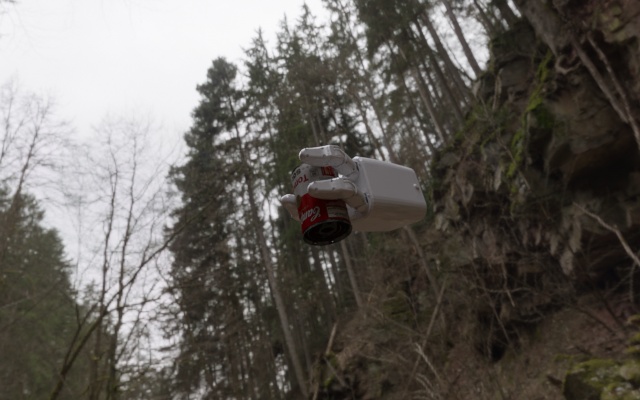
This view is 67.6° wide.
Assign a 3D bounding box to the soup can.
[{"bbox_3d":[0.000,0.002,0.662,0.068,0.102,0.068,-10,-30,-6],"label":"soup can"}]
